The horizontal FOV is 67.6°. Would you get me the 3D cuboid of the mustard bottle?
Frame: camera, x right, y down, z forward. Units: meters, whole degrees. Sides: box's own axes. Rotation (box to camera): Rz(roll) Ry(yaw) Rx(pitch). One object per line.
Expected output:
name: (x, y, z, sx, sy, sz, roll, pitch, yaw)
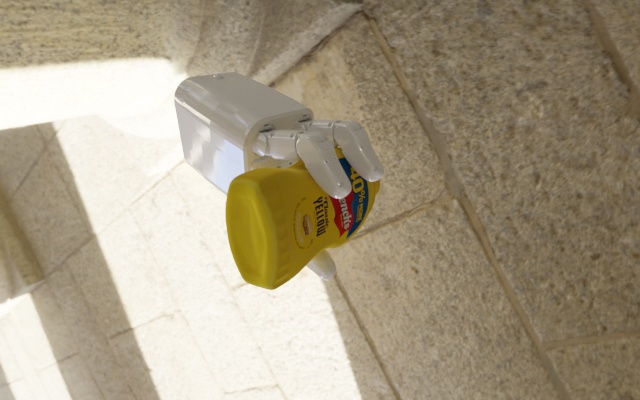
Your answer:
mustard bottle: (0.000, 0.002, 0.445, 0.058, 0.096, 0.191, 7, 21, 36)
